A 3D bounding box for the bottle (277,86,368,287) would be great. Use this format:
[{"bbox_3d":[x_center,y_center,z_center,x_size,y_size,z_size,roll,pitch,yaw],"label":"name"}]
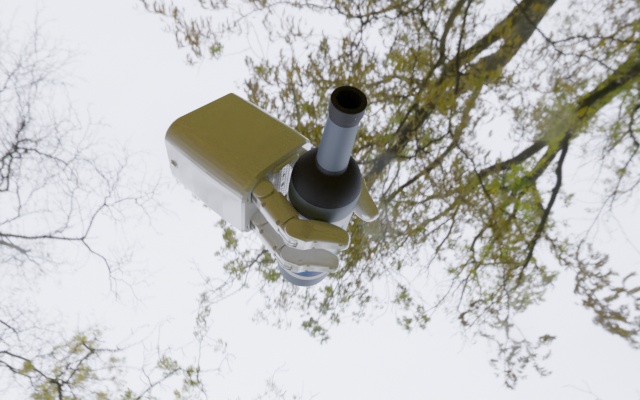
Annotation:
[{"bbox_3d":[0.000,0.002,0.469,0.069,0.069,0.296,0,-30,-9],"label":"bottle"}]
